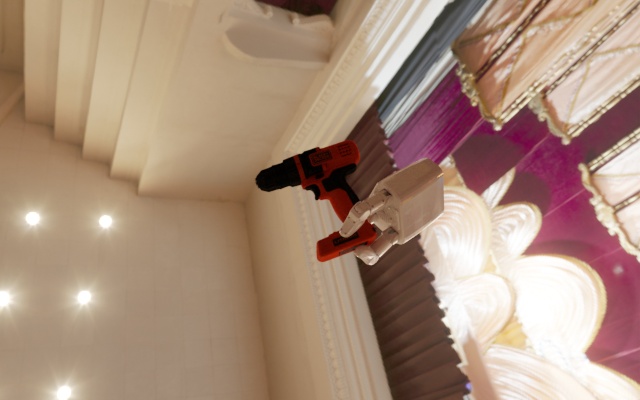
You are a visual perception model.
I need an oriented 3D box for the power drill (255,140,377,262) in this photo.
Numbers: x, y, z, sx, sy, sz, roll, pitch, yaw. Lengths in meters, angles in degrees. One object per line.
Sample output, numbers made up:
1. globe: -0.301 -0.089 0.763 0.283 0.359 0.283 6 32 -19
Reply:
1. power drill: 0.001 0.003 0.796 0.184 0.187 0.057 -20 -16 -2
